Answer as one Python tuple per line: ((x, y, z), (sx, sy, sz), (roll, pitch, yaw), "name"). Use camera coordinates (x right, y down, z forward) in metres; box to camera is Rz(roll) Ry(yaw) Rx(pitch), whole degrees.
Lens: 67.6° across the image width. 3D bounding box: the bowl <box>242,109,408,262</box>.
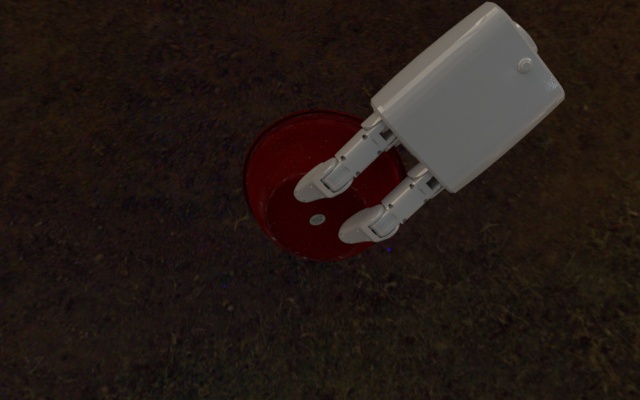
((-0.001, 0.003, 0.440), (0.162, 0.162, 0.055), (0, 31, 8), "bowl")
